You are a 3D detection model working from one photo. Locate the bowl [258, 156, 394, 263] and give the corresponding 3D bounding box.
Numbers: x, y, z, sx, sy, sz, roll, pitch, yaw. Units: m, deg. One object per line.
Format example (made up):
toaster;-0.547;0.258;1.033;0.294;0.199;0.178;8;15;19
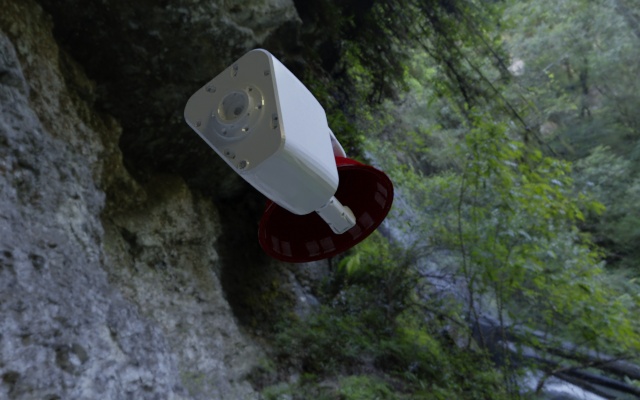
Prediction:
bowl;0.000;0.002;0.549;0.162;0.055;0.162;-16;-38;-13
